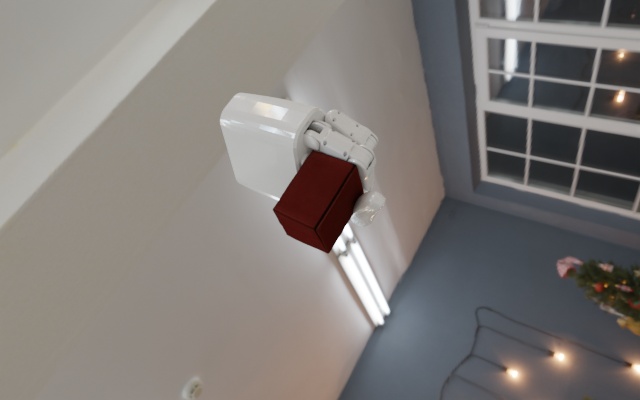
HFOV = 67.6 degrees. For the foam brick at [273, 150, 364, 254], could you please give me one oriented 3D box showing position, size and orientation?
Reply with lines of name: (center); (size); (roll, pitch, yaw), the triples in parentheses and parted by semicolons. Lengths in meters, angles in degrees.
foam brick: (0.000, 0.002, 0.464); (0.051, 0.078, 0.053); (21, -25, 26)
